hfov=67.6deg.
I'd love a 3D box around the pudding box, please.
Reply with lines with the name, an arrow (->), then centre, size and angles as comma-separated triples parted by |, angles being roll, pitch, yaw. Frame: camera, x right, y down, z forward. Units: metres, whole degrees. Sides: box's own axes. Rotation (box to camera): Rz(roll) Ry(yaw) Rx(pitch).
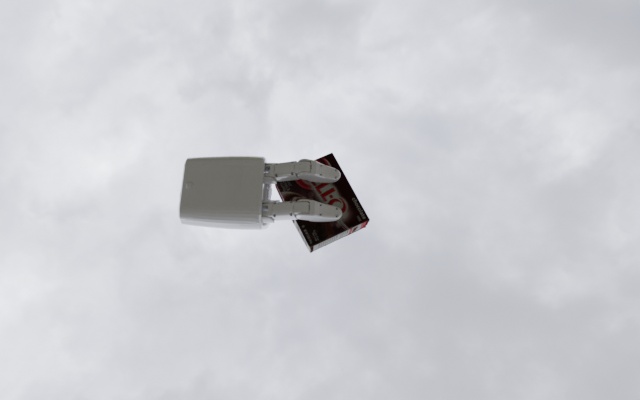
pudding box -> 0.000, 0.002, 0.647 | 0.090, 0.113, 0.039 | -24, -16, -12
